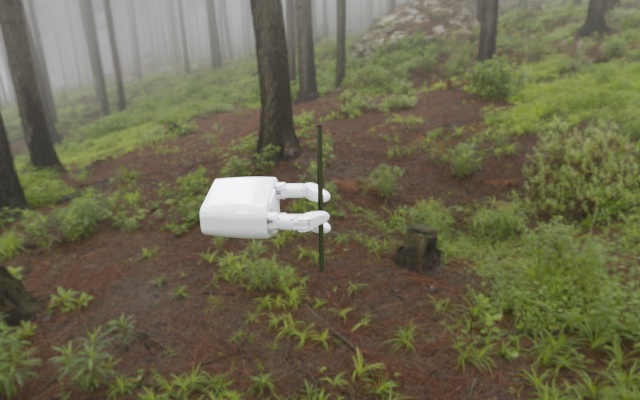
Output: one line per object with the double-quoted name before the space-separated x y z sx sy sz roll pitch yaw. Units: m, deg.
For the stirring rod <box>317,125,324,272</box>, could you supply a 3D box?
"stirring rod" 0.000 0.003 0.752 0.011 0.240 0.011 -1 19 0
